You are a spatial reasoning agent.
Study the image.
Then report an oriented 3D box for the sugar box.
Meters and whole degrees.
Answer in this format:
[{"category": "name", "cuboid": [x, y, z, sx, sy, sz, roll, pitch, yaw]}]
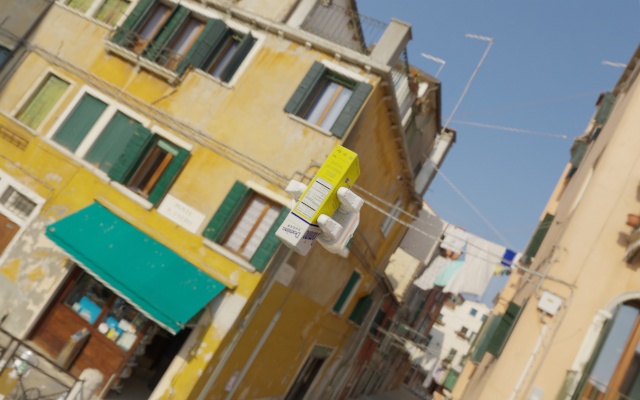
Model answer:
[{"category": "sugar box", "cuboid": [0.001, 0.003, 0.778, 0.048, 0.176, 0.093, 29, -10, 15]}]
